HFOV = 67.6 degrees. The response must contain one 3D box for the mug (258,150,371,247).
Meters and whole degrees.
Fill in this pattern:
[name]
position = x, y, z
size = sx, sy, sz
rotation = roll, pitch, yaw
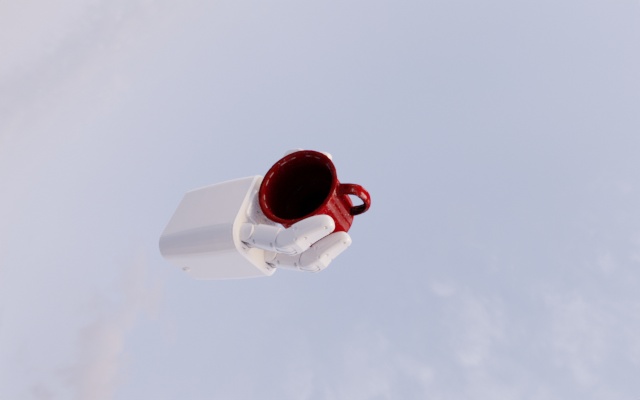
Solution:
[mug]
position = 0.002, 0.002, 0.539
size = 0.117, 0.093, 0.081
rotation = -7, -31, 22
